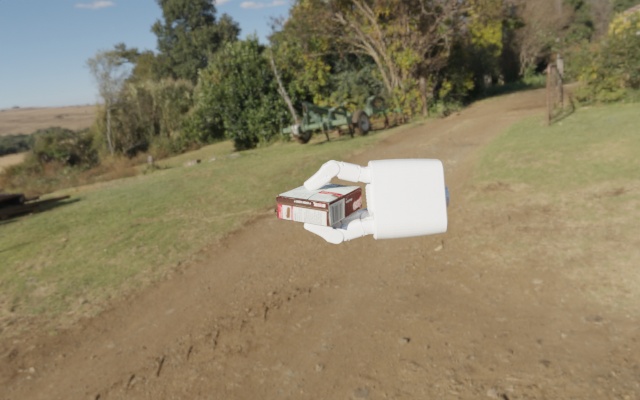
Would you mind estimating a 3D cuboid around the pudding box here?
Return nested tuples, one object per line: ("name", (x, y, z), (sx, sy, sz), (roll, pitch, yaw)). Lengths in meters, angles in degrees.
("pudding box", (0.000, 0.002, 0.715), (0.090, 0.039, 0.113), (7, 15, 28))
